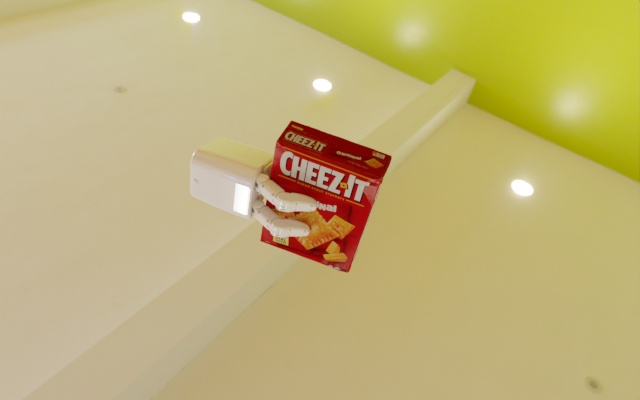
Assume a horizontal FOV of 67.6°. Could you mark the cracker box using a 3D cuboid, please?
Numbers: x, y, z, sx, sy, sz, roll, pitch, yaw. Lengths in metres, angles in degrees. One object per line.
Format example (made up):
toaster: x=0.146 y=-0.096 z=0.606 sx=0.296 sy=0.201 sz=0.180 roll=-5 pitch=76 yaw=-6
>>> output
cracker box: x=0.000 y=0.002 z=0.757 sx=0.164 sy=0.214 sz=0.072 roll=20 pitch=42 yaw=6
